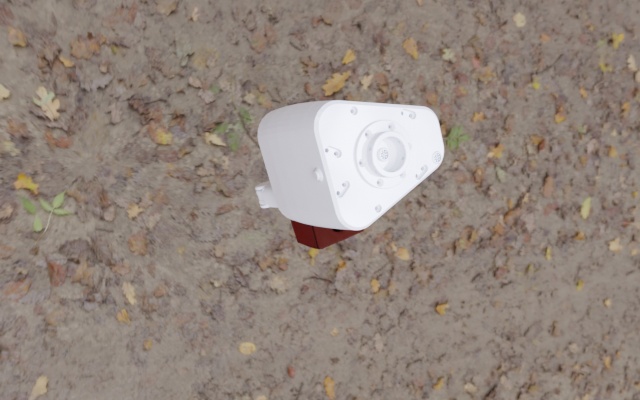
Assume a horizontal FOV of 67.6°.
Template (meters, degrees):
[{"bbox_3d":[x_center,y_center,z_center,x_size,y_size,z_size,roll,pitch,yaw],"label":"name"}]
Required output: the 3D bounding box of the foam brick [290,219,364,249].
[{"bbox_3d":[0.000,0.002,0.467,0.053,0.078,0.051,-21,13,-25],"label":"foam brick"}]
